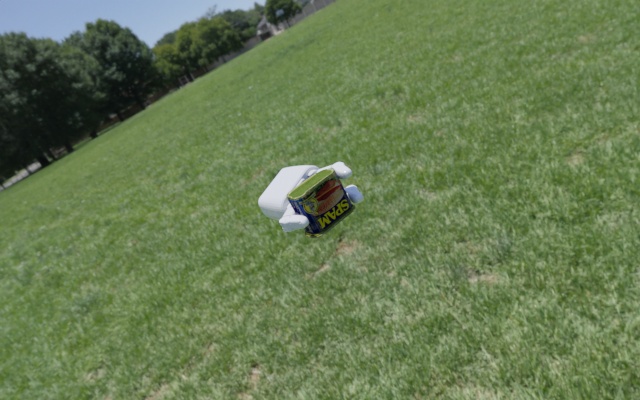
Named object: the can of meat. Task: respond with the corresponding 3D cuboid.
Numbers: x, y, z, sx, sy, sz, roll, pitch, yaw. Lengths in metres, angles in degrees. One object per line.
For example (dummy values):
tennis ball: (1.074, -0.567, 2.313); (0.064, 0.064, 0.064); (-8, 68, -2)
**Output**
can of meat: (0.000, 0.003, 0.846); (0.102, 0.084, 0.057); (-37, 22, -23)
